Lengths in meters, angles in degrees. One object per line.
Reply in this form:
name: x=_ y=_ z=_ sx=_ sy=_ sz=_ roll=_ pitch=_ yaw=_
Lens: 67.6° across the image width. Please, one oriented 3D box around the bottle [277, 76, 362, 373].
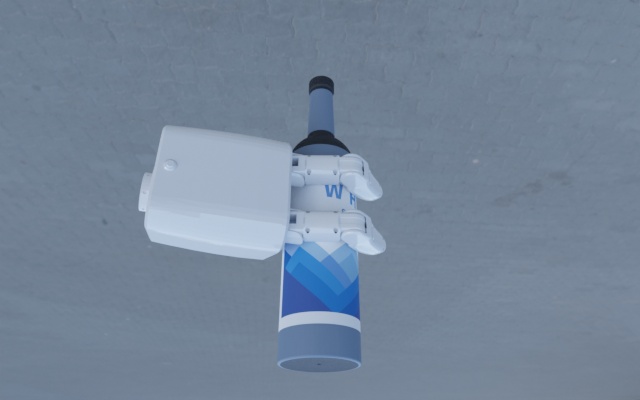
bottle: x=0.000 y=0.002 z=0.447 sx=0.069 sy=0.295 sz=0.069 roll=0 pitch=-29 yaw=0
